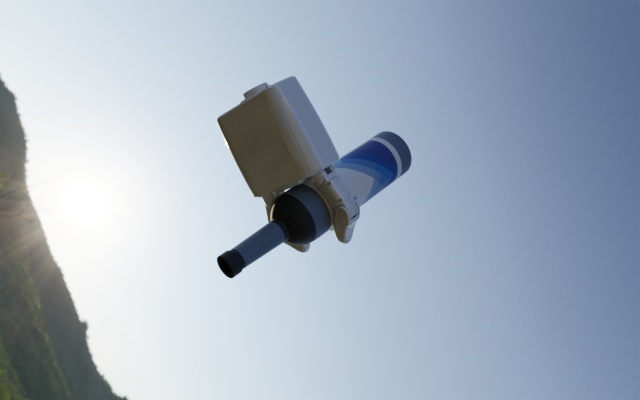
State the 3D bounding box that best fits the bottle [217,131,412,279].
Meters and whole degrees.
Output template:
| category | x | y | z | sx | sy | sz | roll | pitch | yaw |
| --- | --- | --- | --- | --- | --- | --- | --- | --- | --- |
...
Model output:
| category | x | y | z | sx | sy | sz | roll | pitch | yaw |
| --- | --- | --- | --- | --- | --- | --- | --- | --- | --- |
| bottle | 0.000 | 0.002 | 0.576 | 0.295 | 0.069 | 0.069 | -34 | 22 | -36 |
